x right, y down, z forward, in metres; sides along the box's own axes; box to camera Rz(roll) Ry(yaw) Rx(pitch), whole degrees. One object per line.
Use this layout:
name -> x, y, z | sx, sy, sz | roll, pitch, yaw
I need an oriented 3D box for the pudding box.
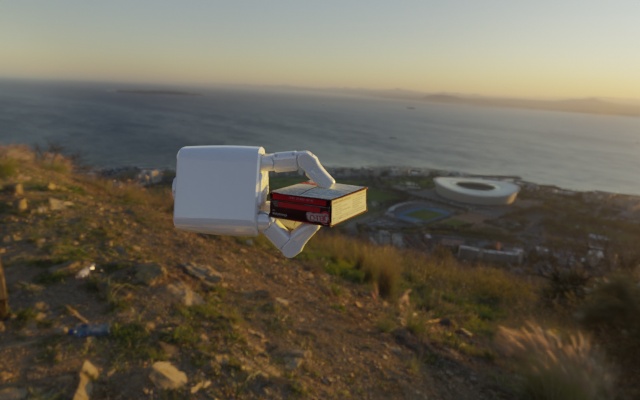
pudding box -> 0.000, 0.002, 0.626 | 0.090, 0.039, 0.113 | 9, 16, 28
